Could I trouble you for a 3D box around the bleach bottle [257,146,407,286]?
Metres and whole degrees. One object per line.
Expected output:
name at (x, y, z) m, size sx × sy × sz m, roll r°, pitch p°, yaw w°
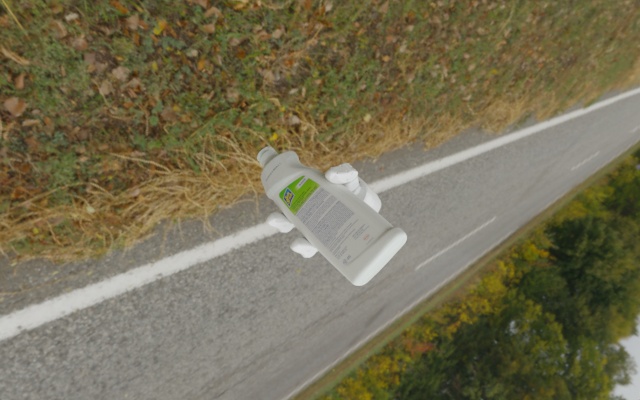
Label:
bleach bottle at (0.000, 0.002, 0.693) m, size 0.250 × 0.102 × 0.068 m, roll 45°, pitch 6°, yaw 23°
